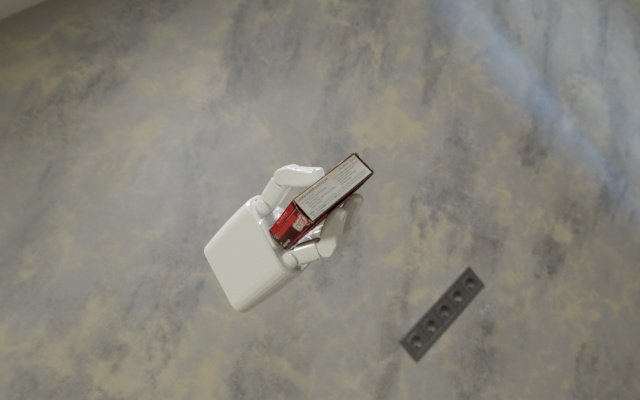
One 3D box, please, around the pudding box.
[{"bbox_3d":[0.000,0.002,0.559,0.113,0.039,0.090,-41,-3,-33],"label":"pudding box"}]
